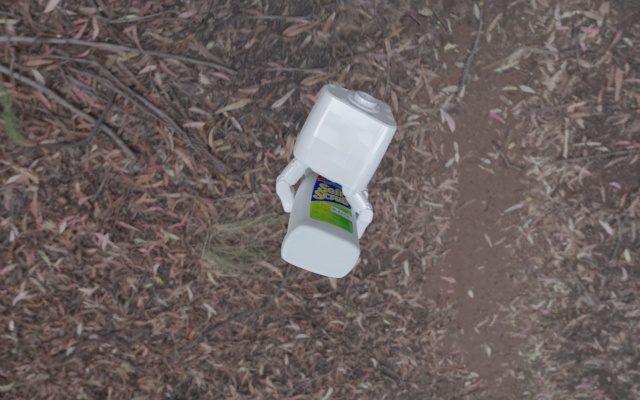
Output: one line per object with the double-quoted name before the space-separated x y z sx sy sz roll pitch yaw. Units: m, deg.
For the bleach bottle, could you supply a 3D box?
"bleach bottle" 0.000 0.002 0.712 0.102 0.068 0.250 22 29 -14
